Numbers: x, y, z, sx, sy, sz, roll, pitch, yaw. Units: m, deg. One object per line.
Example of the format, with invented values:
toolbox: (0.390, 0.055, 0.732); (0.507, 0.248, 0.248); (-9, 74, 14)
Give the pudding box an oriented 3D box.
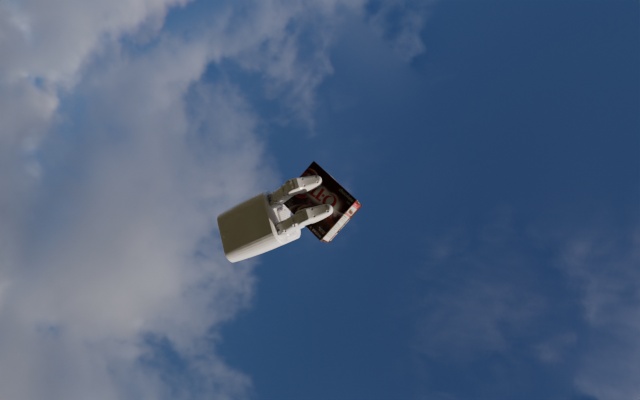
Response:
pudding box: (0.000, 0.003, 0.801); (0.113, 0.090, 0.039); (43, 5, 25)
